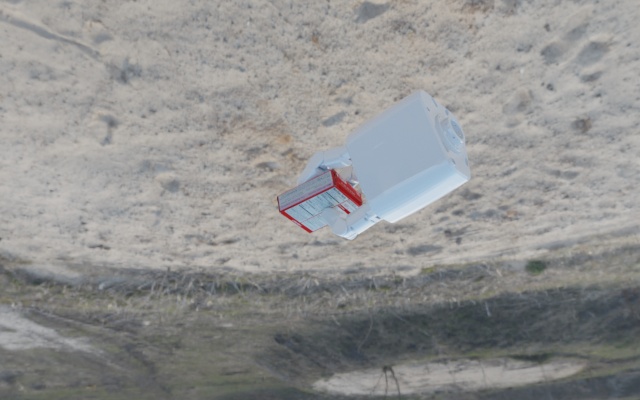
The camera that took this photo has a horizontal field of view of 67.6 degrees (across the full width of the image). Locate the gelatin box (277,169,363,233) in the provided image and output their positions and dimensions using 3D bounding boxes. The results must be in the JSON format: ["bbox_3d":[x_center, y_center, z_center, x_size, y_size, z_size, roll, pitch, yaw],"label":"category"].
[{"bbox_3d":[0.000,0.003,0.625,0.089,0.030,0.073,-26,-37,21],"label":"gelatin box"}]
